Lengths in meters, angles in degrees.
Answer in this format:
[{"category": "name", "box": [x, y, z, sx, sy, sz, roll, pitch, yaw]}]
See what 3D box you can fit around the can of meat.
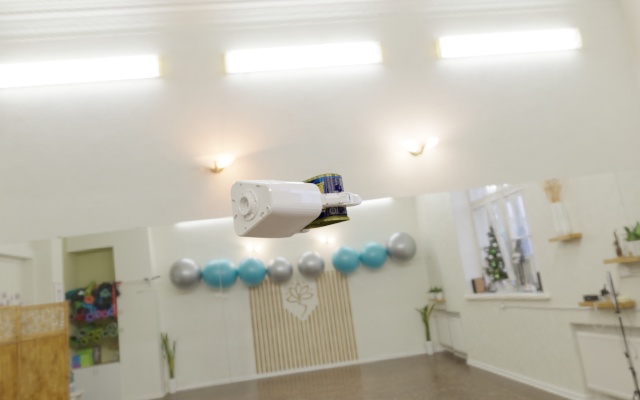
[{"category": "can of meat", "box": [0.000, 0.002, 0.866, 0.057, 0.084, 0.102, 0, -12, -42]}]
